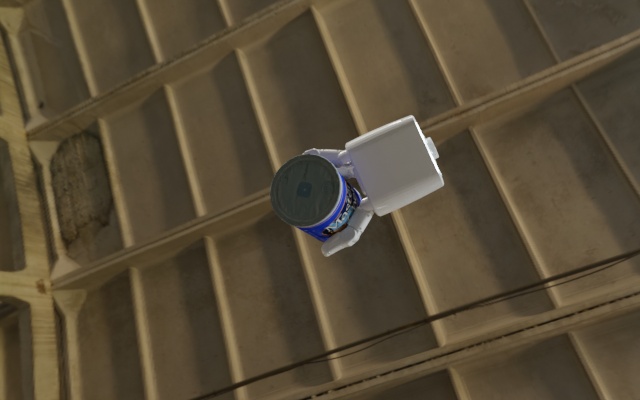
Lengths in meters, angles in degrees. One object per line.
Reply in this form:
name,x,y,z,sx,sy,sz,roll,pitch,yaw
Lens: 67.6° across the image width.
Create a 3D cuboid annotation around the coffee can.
coffee can,0.000,0.002,0.707,0.103,0.102,0.140,0,-14,19
